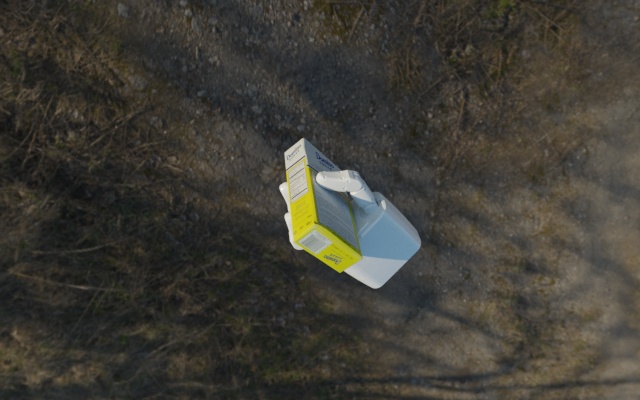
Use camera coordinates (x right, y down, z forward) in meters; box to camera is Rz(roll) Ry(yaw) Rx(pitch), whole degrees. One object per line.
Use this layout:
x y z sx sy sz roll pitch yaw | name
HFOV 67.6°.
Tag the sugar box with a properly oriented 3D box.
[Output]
0.000 0.003 0.647 0.048 0.176 0.093 -37 -53 20 | sugar box
